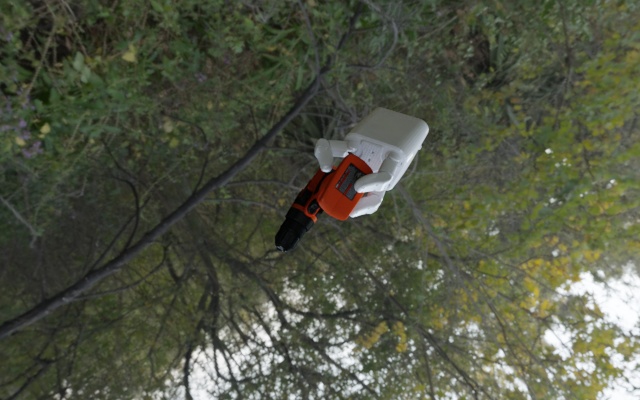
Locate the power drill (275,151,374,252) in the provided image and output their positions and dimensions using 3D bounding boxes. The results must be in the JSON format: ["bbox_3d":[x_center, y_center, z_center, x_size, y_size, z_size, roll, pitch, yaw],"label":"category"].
[{"bbox_3d":[0.000,0.002,0.794,0.057,0.184,0.187,36,-19,-14],"label":"power drill"}]
